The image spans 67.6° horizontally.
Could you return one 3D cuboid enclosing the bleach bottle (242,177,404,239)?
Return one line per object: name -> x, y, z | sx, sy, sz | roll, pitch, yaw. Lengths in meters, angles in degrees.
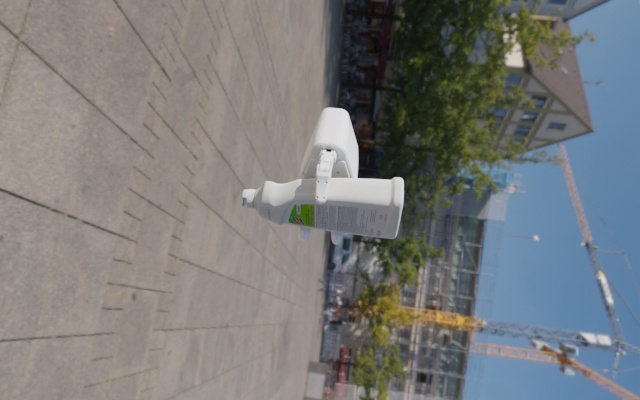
bleach bottle -> 0.000, 0.003, 0.759 | 0.251, 0.103, 0.068 | 6, 45, 4
